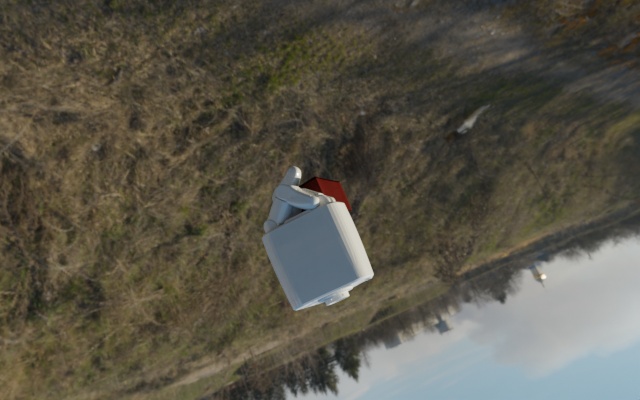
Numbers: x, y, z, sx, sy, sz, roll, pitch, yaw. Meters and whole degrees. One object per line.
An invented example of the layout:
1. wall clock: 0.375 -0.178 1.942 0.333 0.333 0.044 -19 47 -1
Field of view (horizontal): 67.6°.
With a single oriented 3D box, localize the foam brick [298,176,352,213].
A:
1. foam brick: 0.000 0.002 0.698 0.053 0.051 0.078 -31 -17 24
